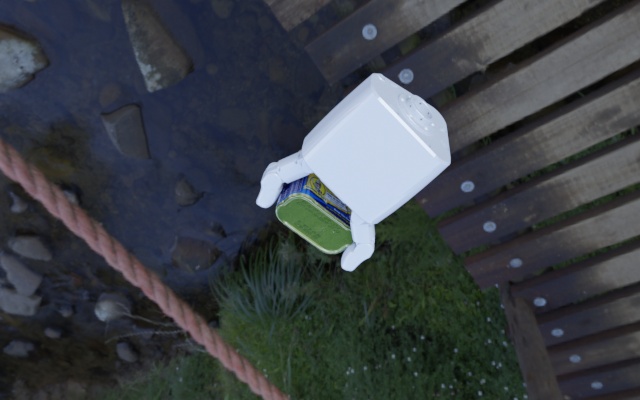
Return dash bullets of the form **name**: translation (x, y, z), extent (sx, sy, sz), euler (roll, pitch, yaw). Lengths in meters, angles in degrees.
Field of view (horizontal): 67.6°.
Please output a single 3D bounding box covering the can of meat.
- **can of meat**: translation (0.000, 0.002, 0.562), extent (0.102, 0.084, 0.057), euler (37, -53, -22)
